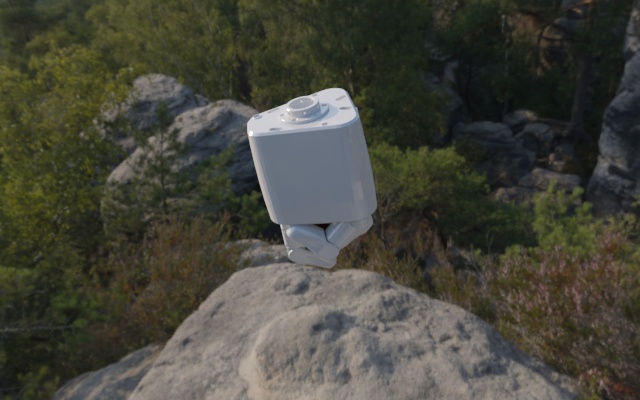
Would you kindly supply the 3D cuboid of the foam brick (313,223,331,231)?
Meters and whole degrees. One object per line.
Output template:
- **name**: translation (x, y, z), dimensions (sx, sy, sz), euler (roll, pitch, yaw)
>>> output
- **foam brick**: translation (0.000, 0.002, 0.564), dimensions (0.053, 0.051, 0.078), euler (-14, 34, 0)
